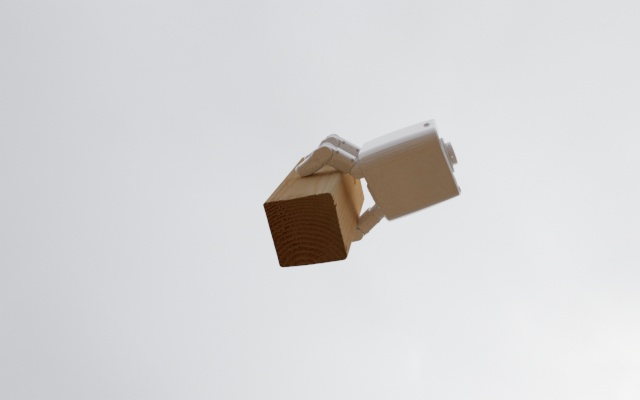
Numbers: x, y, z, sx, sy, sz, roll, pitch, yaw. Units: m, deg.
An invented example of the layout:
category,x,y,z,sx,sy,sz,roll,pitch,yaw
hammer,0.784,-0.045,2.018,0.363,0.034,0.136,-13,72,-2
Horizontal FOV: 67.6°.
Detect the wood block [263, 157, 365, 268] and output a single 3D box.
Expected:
category,x,y,z,sx,sy,sz,roll,pitch,yaw
wood block,0.001,0.002,0.667,0.090,0.091,0.206,-9,18,15
